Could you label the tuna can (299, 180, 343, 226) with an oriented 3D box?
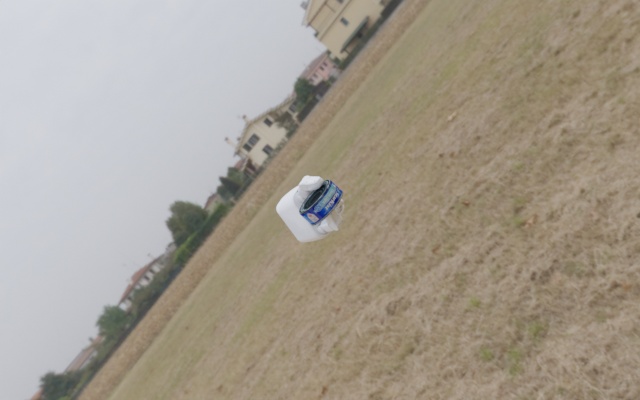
[{"bbox_3d":[0.000,0.002,0.875,0.034,0.086,0.086,42,-12,-14],"label":"tuna can"}]
